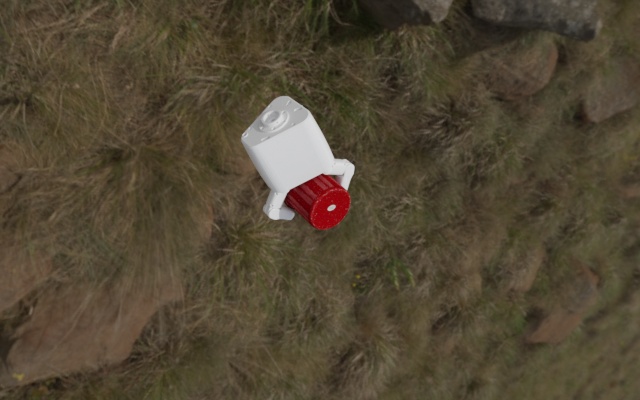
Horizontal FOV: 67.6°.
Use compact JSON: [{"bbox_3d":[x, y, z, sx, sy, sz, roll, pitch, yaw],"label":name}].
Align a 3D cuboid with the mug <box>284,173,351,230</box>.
[{"bbox_3d":[0.001,0.004,0.807,0.081,0.093,0.117,42,-12,43],"label":"mug"}]
